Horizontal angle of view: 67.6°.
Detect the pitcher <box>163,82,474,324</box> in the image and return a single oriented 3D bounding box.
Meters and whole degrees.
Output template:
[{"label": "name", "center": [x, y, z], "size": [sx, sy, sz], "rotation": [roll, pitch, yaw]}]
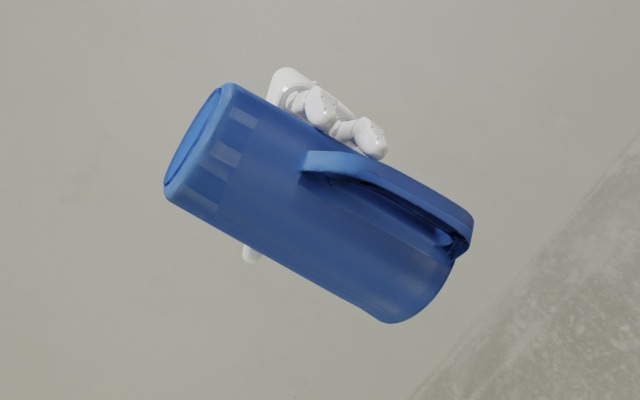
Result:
[{"label": "pitcher", "center": [0.000, 0.001, 0.415], "size": [0.243, 0.149, 0.145], "rotation": [30, 20, -23]}]
